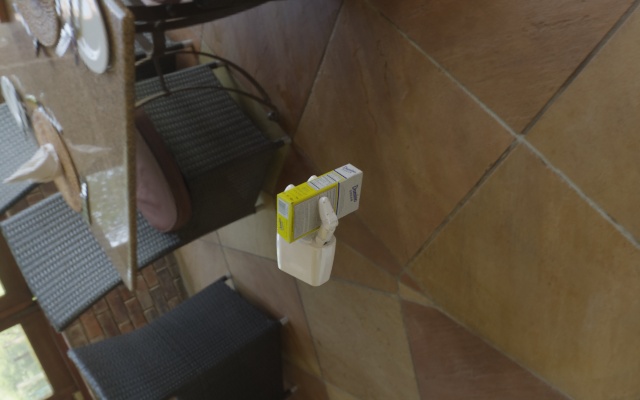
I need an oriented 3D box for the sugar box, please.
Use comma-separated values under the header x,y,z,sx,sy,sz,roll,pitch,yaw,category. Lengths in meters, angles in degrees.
x,y,z,sx,sy,sz,roll,pitch,yaw,category
0.000,0.003,0.899,0.176,0.093,0.048,-27,46,-35,sugar box
